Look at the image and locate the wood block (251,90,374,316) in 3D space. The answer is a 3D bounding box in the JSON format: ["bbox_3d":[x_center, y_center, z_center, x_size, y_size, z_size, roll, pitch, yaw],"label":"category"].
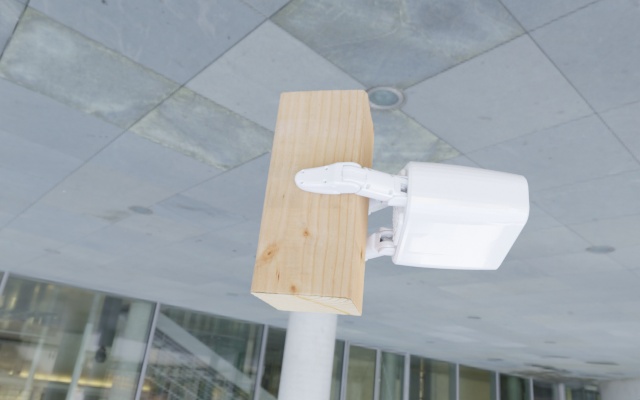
[{"bbox_3d":[0.000,0.002,0.480,0.090,0.206,0.091,1,-22,12],"label":"wood block"}]
